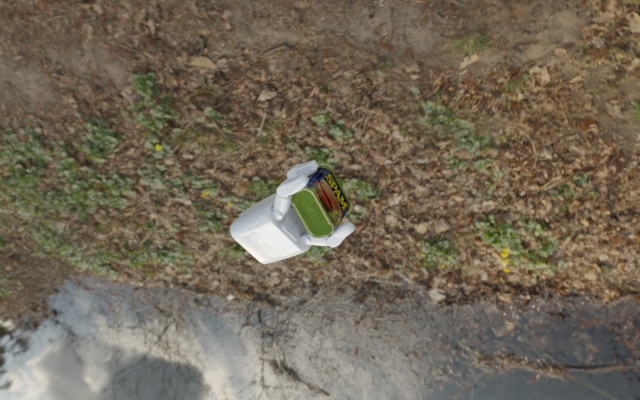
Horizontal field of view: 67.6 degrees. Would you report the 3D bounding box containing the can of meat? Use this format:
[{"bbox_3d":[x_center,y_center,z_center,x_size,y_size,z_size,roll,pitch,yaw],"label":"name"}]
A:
[{"bbox_3d":[0.000,0.003,0.826,0.057,0.102,0.084,-19,19,33],"label":"can of meat"}]
